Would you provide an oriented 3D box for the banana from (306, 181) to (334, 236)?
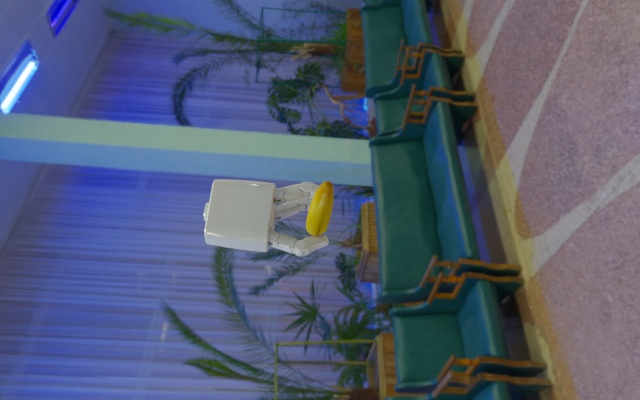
[{"bbox_3d":[-0.003,0.021,0.784,0.037,0.069,0.198,9,-11,-1],"label":"banana"}]
